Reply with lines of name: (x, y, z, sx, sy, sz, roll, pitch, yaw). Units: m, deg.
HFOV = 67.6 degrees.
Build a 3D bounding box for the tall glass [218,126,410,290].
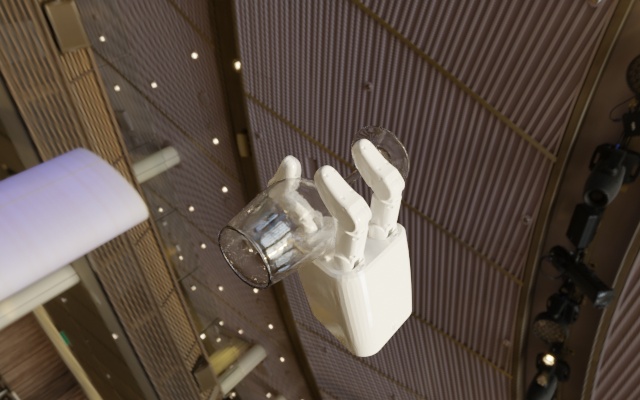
tall glass: (0.000, 0.001, 0.453, 0.079, 0.079, 0.201, 0, 28, 47)
